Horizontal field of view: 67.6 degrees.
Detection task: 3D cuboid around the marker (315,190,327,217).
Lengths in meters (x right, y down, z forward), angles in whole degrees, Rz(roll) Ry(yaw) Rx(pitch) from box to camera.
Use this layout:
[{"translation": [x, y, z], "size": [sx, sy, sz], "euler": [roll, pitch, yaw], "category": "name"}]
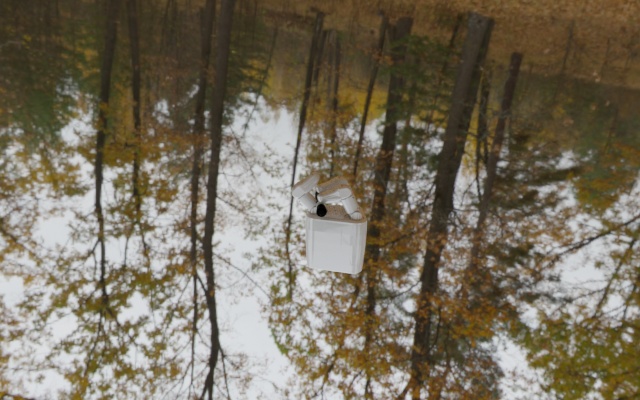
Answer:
[{"translation": [0.000, 0.003, 0.876], "size": [0.020, 0.020, 0.121], "euler": [0, 18, -2], "category": "marker"}]
